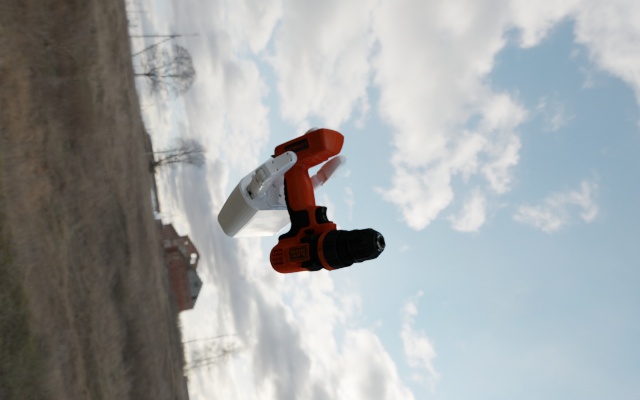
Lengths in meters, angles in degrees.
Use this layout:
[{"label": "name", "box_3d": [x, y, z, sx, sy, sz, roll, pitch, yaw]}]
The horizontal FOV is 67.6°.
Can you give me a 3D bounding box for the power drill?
[{"label": "power drill", "box_3d": [0.000, 0.002, 0.647, 0.184, 0.187, 0.057, -14, -18, 37]}]
